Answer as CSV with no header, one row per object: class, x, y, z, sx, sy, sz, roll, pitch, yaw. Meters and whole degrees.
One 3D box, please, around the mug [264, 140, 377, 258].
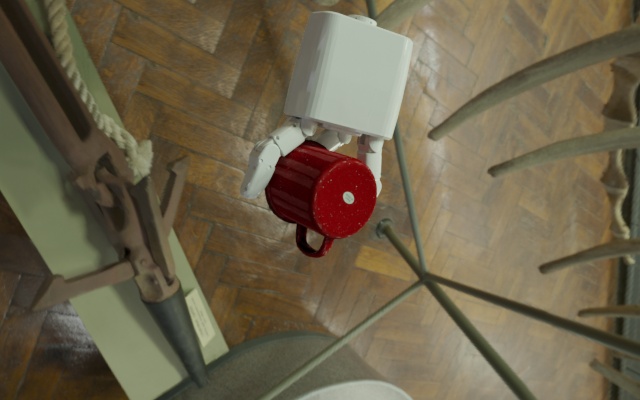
mug,0.000,0.003,0.487,0.093,0.117,0.081,7,10,-37
